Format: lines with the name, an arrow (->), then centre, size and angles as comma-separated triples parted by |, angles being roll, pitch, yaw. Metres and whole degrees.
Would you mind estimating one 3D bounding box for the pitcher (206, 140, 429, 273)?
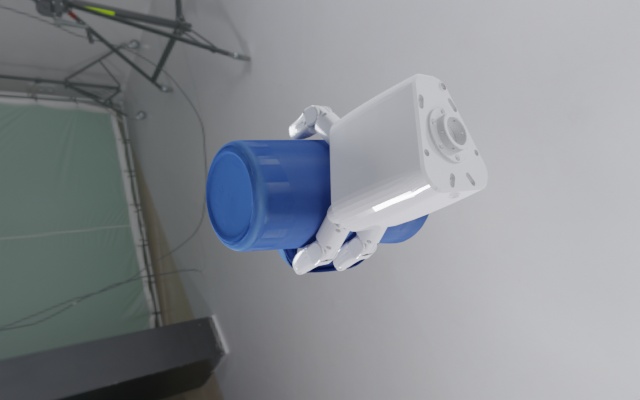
pitcher -> 0.000, 0.002, 0.537 | 0.243, 0.149, 0.145 | -3, -15, -41
